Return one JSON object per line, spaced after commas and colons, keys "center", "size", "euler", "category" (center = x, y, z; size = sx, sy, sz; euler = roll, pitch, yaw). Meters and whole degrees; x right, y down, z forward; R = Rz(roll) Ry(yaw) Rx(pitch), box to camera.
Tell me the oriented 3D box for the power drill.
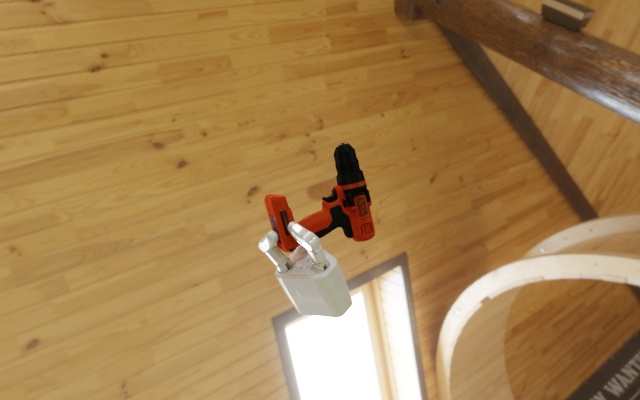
{"center": [0.000, 0.003, 0.851], "size": [0.187, 0.184, 0.057], "euler": [-16, 5, -18], "category": "power drill"}
